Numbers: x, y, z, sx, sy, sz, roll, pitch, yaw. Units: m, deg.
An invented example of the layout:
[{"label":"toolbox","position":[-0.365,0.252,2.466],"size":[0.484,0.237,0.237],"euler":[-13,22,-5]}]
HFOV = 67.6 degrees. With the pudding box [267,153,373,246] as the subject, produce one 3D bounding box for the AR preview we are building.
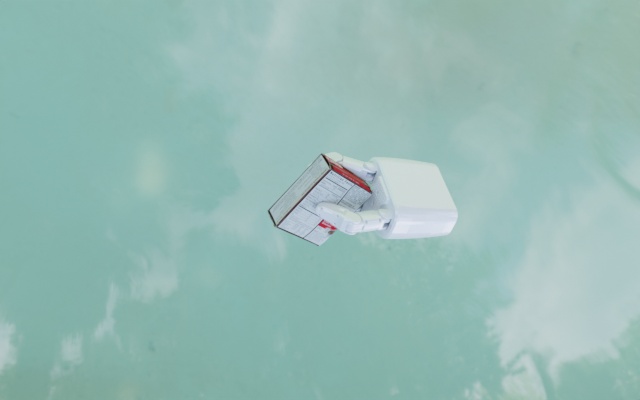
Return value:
[{"label":"pudding box","position":[0.000,0.002,0.638],"size":[0.090,0.113,0.039],"euler":[29,21,-41]}]
